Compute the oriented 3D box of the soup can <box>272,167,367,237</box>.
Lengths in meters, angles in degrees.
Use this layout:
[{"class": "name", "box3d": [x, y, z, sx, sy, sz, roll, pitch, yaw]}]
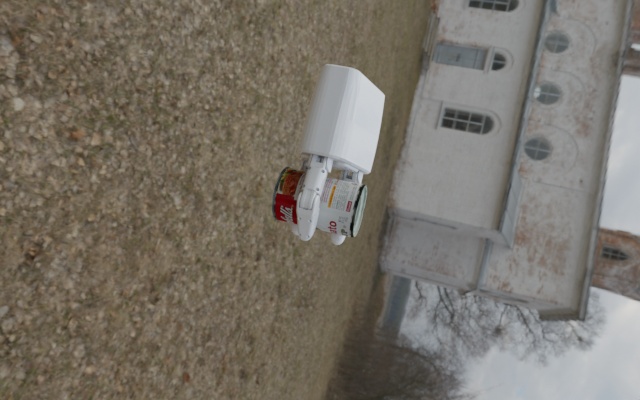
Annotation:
[{"class": "soup can", "box3d": [0.000, 0.002, 0.586, 0.102, 0.068, 0.068, 13, 3, 13]}]
